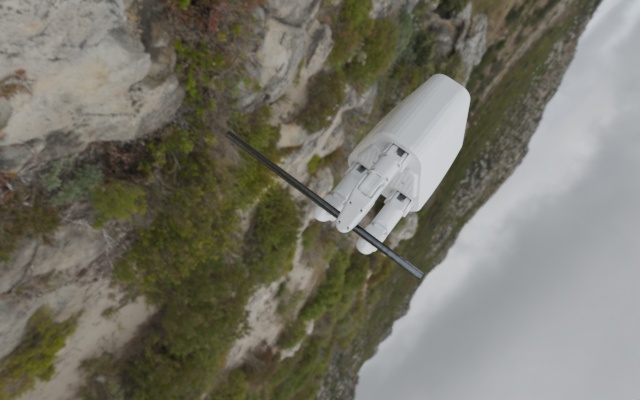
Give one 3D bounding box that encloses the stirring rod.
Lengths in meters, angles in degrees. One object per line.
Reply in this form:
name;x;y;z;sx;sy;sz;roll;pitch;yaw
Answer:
stirring rod;0.000;0.001;0.472;0.239;0.011;0.011;36;7;10
